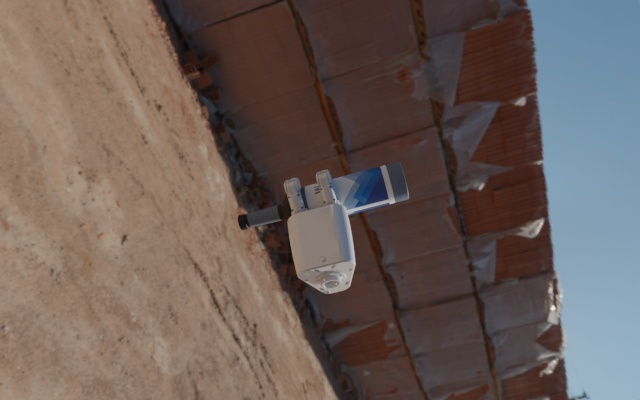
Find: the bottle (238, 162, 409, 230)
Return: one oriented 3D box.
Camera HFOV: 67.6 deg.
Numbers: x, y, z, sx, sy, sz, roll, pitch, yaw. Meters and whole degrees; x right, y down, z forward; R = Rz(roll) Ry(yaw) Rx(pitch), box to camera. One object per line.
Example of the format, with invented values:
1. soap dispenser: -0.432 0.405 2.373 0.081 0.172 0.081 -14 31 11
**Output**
1. bottle: 0.000 0.003 0.827 0.296 0.069 0.069 -15 -2 6
